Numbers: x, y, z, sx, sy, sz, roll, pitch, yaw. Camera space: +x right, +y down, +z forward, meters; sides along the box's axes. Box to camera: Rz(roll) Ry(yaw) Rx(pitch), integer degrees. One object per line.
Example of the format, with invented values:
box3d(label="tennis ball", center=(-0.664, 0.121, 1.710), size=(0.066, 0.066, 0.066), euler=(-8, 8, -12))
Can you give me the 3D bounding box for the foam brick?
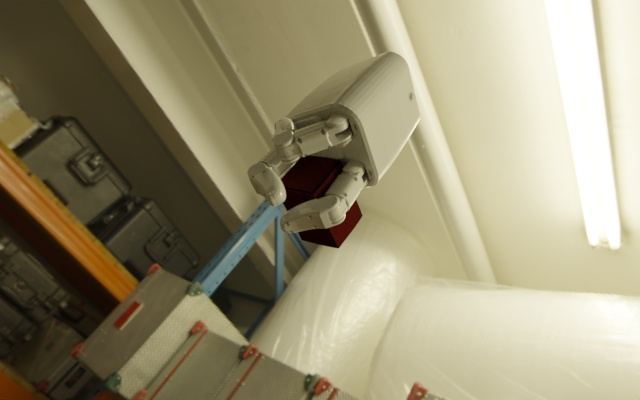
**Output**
box3d(label="foam brick", center=(0.000, 0.002, 0.487), size=(0.053, 0.078, 0.051), euler=(11, 49, 38))
